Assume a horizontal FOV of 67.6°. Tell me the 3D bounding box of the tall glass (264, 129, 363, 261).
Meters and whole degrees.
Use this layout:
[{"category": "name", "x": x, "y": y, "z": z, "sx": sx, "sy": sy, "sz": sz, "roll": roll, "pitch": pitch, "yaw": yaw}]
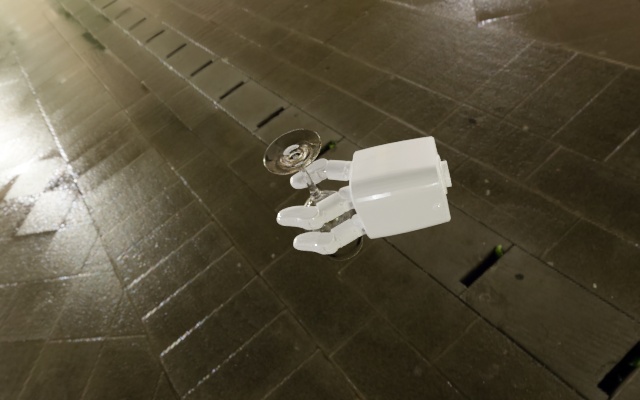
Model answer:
[{"category": "tall glass", "x": 0.000, "y": 0.002, "z": 0.640, "sx": 0.079, "sy": 0.079, "sz": 0.201, "roll": 0, "pitch": -38, "yaw": 25}]
